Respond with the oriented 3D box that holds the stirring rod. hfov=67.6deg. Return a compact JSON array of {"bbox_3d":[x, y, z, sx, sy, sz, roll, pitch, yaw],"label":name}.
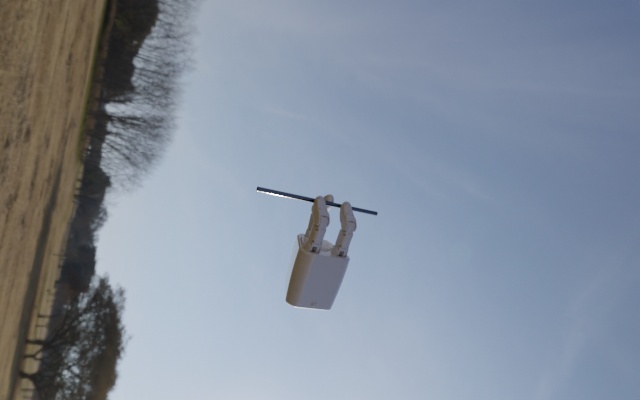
[{"bbox_3d":[0.000,0.003,0.854,0.239,0.011,0.011,12,-5,-26],"label":"stirring rod"}]
